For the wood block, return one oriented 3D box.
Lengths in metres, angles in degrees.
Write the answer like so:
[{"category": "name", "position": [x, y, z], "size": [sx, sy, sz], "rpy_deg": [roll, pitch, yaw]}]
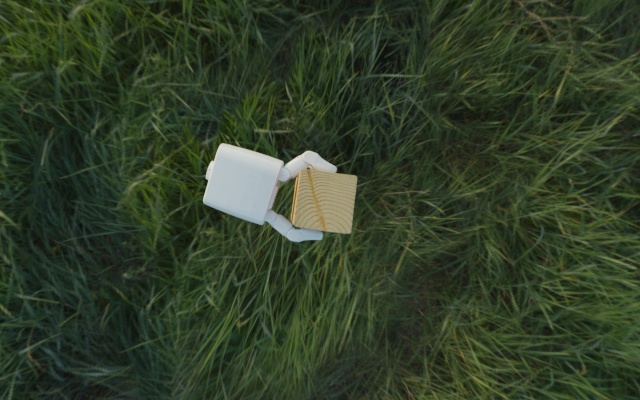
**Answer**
[{"category": "wood block", "position": [0.000, 0.003, 0.821], "size": [0.090, 0.091, 0.206], "rpy_deg": [8, -1, -4]}]
